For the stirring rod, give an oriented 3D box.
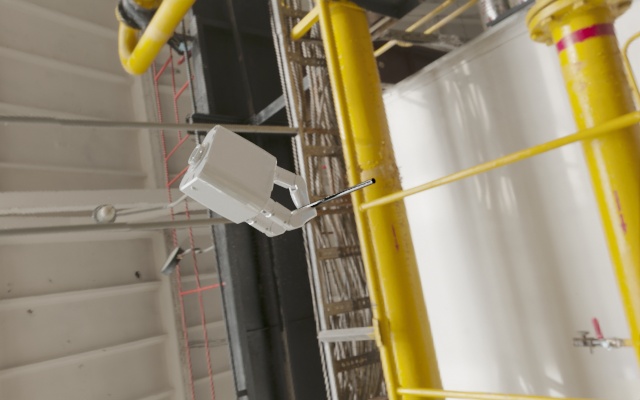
[{"bbox_3d":[0.000,0.002,0.729,0.011,0.011,0.239,0,-14,-37],"label":"stirring rod"}]
